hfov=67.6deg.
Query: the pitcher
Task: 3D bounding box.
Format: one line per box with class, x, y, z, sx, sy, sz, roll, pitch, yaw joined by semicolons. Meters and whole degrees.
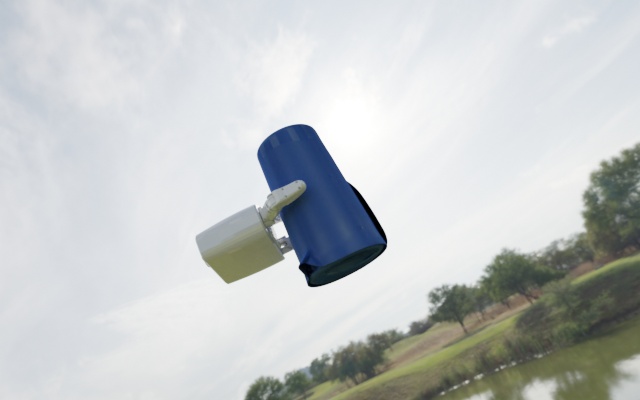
pitcher;0.000;0.003;0.756;0.145;0.242;0.149;-27;-20;0
